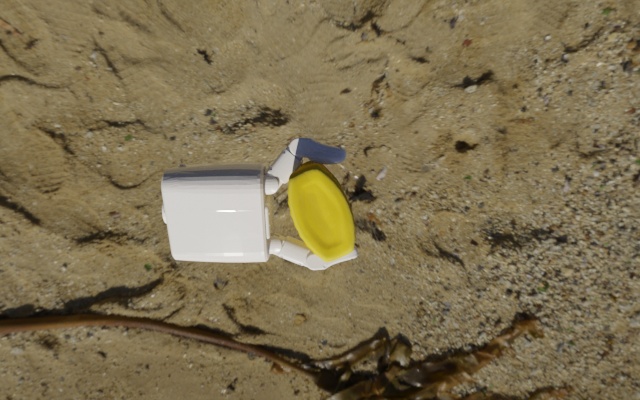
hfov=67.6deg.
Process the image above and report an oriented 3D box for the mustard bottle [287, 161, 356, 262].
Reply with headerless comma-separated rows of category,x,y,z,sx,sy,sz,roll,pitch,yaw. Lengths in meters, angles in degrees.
mustard bottle,0.000,0.002,0.551,0.058,0.096,0.191,-25,7,2
